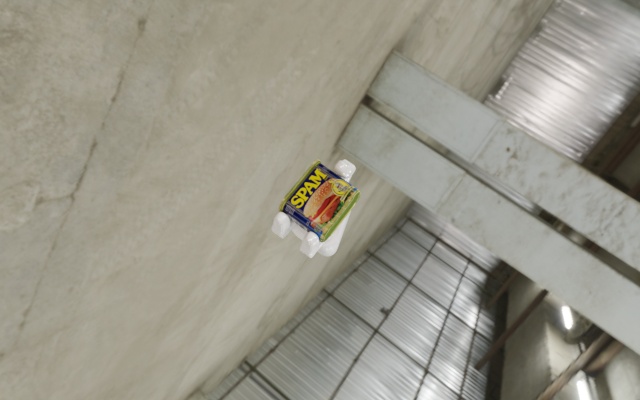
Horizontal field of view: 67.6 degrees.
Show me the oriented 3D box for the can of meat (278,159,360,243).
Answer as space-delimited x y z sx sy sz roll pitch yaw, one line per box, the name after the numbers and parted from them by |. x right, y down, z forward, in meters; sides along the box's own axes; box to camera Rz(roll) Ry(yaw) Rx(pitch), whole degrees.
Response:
0.000 0.002 0.732 0.084 0.102 0.057 36 -16 12 | can of meat
